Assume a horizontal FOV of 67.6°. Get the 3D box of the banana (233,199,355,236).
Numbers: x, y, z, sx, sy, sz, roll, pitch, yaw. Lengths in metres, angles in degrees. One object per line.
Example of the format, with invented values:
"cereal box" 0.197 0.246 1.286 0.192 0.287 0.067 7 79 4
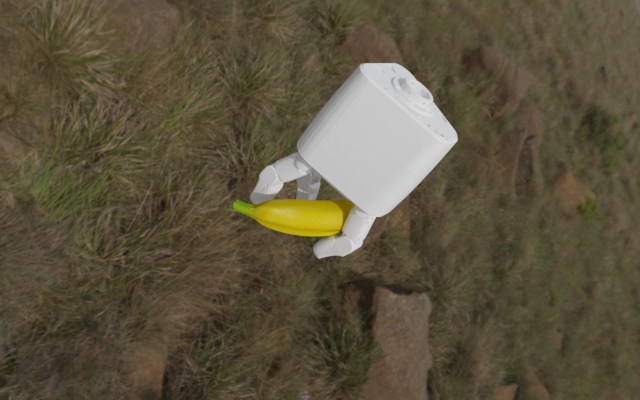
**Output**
"banana" 0.007 0.012 0.529 0.198 0.037 0.069 1 31 -38
